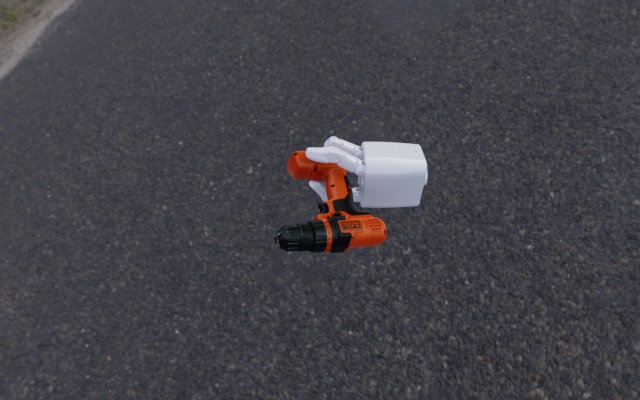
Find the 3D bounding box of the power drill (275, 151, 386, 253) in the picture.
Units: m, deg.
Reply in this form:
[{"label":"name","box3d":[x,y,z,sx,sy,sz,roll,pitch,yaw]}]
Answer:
[{"label":"power drill","box3d":[0.000,0.002,0.794,0.184,0.187,0.057,-2,-36,-22]}]
